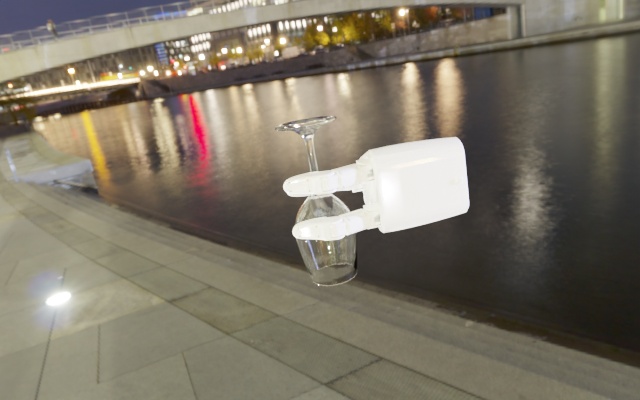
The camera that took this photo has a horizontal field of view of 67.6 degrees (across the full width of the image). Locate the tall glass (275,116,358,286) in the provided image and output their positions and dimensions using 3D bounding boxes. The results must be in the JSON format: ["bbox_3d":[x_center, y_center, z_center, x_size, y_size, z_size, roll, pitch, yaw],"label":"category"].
[{"bbox_3d":[0.000,0.001,0.589,0.079,0.201,0.079,-9,16,3],"label":"tall glass"}]
